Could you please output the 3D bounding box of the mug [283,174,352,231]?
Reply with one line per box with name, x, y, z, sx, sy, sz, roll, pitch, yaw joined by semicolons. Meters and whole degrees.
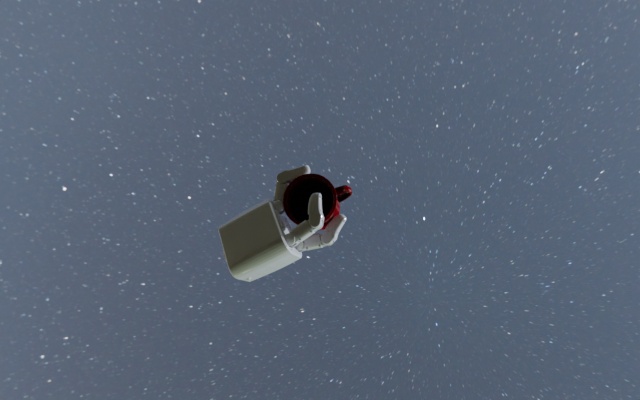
mug;0.001;0.002;0.838;0.117;0.093;0.081;-25;-16;5
